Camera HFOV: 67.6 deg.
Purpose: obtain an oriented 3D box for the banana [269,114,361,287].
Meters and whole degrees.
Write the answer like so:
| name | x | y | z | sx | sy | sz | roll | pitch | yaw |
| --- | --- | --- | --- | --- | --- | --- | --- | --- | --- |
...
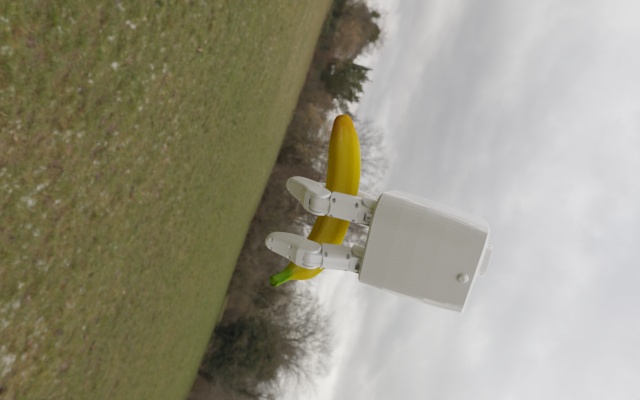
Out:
| name | x | y | z | sx | sy | sz | roll | pitch | yaw |
| --- | --- | --- | --- | --- | --- | --- | --- | --- | --- |
| banana | 0.009 | 0.008 | 0.521 | 0.037 | 0.198 | 0.069 | 24 | 5 | 35 |
